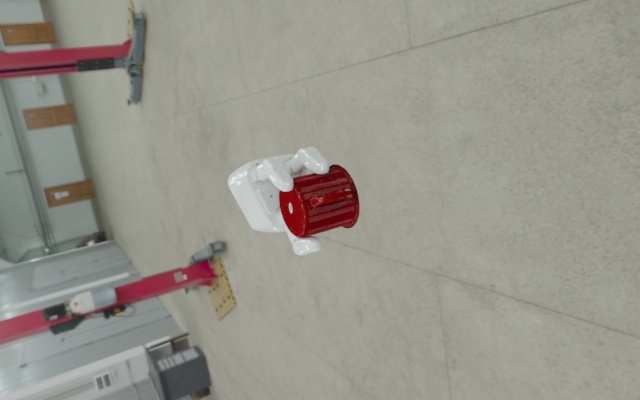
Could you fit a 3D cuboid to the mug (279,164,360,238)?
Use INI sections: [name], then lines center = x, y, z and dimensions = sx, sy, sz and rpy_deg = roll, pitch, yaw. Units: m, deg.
[mug]
center = 0.001, 0.002, 0.646
dimensions = 0.081, 0.093, 0.117
rpy_deg = -15, 1, -27
